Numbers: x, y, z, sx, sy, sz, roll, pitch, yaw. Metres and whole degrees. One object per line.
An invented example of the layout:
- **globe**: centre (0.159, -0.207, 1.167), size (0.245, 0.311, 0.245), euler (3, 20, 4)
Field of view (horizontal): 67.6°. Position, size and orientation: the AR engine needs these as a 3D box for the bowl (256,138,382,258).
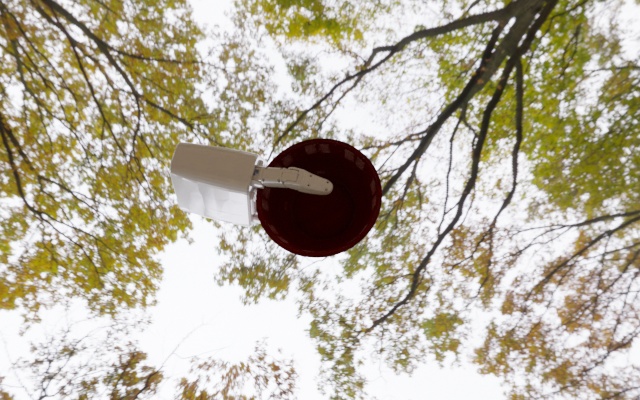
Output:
- **bowl**: centre (0.001, 0.003, 0.625), size (0.162, 0.162, 0.055), euler (0, -20, 8)
